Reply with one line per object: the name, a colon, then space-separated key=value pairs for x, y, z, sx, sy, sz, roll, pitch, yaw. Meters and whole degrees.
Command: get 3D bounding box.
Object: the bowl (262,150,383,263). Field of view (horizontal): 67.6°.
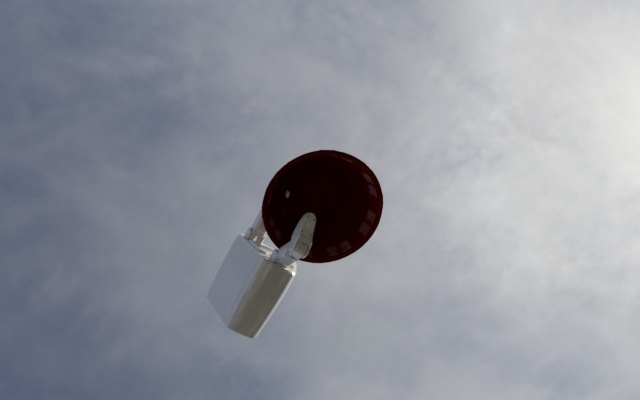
bowl: x=0.001 y=0.001 z=0.648 sx=0.162 sy=0.162 sz=0.055 roll=0 pitch=22 yaw=-10
